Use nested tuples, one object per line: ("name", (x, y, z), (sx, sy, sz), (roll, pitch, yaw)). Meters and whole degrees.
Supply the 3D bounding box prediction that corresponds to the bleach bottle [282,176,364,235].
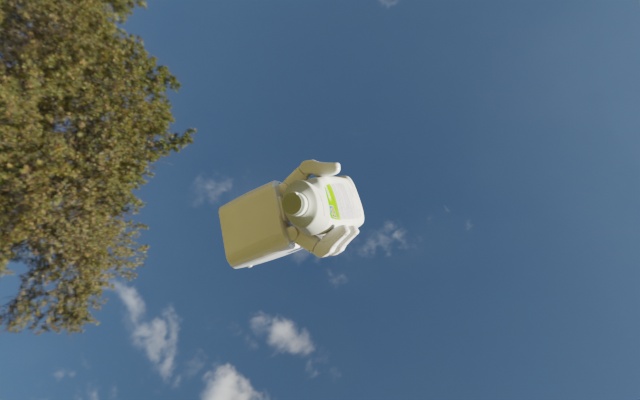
("bleach bottle", (0.000, 0.002, 0.725), (0.068, 0.102, 0.251), (-23, -10, 16))
